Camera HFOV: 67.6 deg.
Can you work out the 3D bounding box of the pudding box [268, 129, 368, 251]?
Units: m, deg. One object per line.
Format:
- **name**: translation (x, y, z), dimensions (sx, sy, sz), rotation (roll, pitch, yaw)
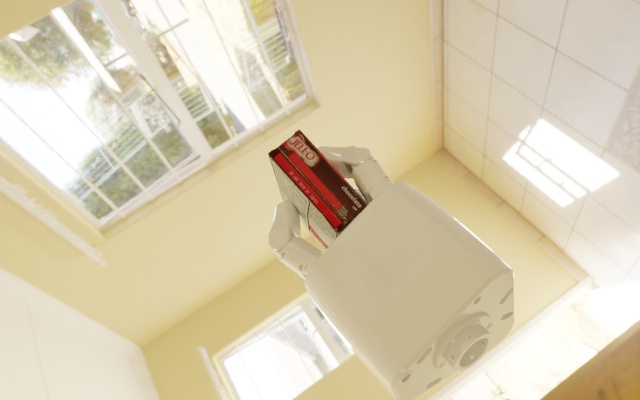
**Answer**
- **pudding box**: translation (0.000, 0.002, 0.421), dimensions (0.039, 0.090, 0.113), rotation (-37, -16, -12)
